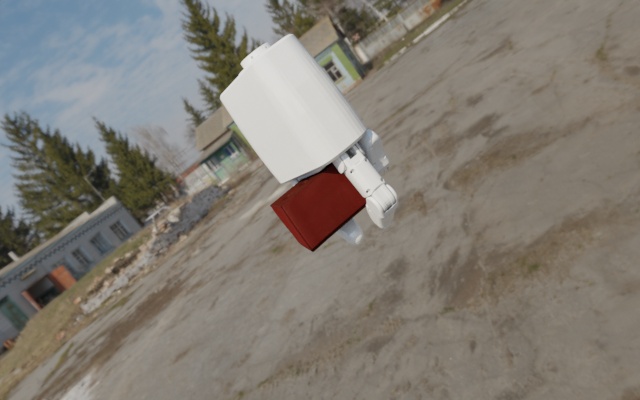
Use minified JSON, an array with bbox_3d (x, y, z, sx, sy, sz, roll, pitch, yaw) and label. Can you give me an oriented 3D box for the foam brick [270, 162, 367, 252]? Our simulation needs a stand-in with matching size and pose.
[{"bbox_3d":[0.000,0.002,0.451,0.078,0.051,0.053,-40,13,-12],"label":"foam brick"}]
